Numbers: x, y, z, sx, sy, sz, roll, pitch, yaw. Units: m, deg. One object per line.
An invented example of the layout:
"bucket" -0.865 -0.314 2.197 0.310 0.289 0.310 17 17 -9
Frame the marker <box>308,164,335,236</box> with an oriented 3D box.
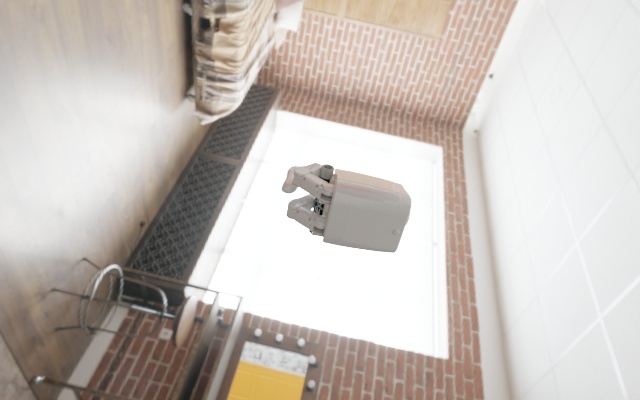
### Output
"marker" 0.000 0.002 0.703 0.020 0.121 0.020 9 33 -6
